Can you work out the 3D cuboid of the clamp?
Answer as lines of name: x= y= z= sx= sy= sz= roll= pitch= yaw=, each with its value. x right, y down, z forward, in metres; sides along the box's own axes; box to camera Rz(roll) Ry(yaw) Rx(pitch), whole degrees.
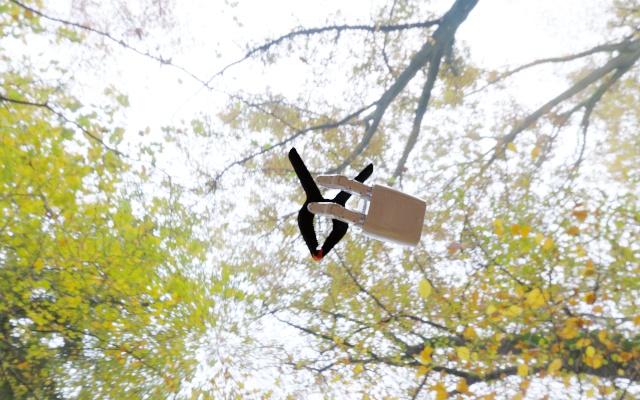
clamp: x=0.000 y=0.004 z=0.872 sx=0.164 sy=0.210 sz=0.036 roll=17 pitch=-19 yaw=-5
